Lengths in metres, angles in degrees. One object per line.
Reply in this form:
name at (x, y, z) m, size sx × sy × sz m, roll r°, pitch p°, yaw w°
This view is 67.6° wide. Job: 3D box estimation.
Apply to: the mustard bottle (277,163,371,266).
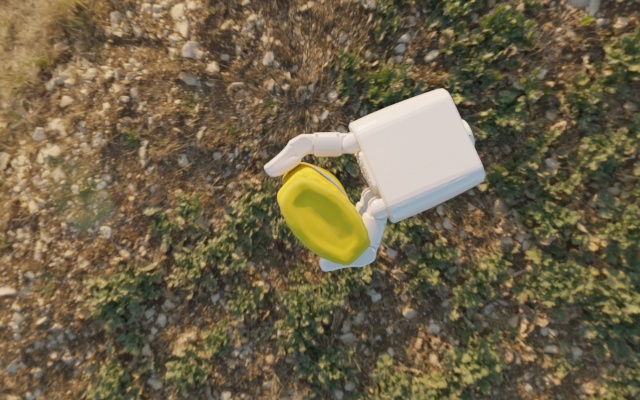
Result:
mustard bottle at (0.000, 0.002, 0.521) m, size 0.096 × 0.058 × 0.191 m, roll 42°, pitch 7°, yaw -9°
